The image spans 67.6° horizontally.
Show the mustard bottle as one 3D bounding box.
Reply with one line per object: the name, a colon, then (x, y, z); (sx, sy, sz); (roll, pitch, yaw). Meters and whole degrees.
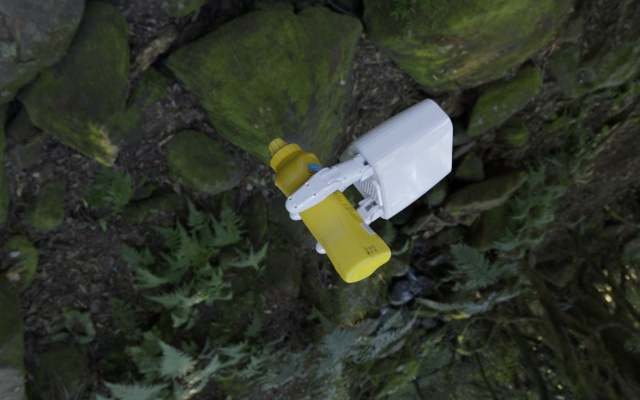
mustard bottle: (0.000, 0.002, 0.548); (0.058, 0.191, 0.096); (-41, -18, 14)
